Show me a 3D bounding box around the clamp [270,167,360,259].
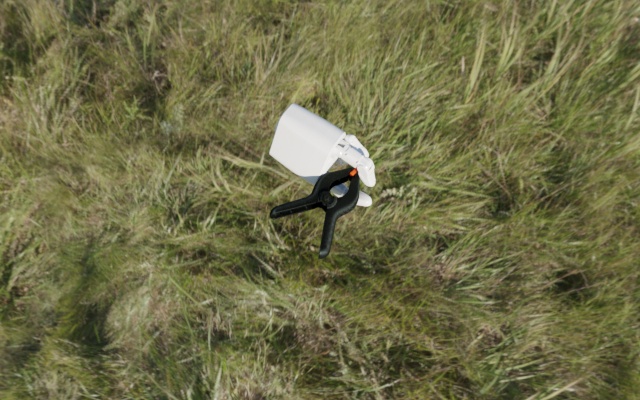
[{"bbox_3d":[0.000,0.002,0.803,0.120,0.171,0.039,33,-24,6],"label":"clamp"}]
